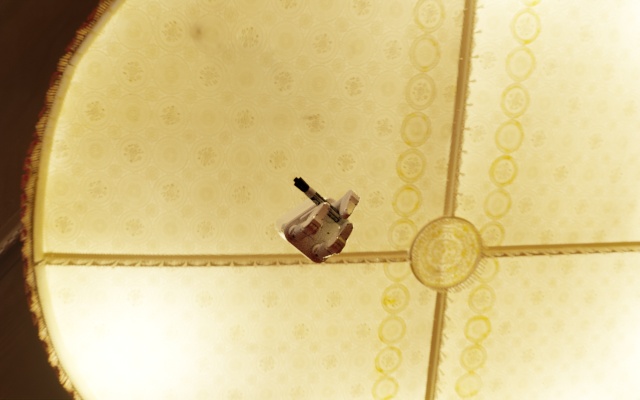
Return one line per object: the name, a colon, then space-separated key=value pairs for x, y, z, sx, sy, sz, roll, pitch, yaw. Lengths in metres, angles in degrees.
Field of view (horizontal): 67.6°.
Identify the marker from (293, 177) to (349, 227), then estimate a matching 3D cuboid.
marker: x=0.000 y=0.003 z=0.814 sx=0.121 sy=0.020 sz=0.020 roll=42 pitch=-13 yaw=-15
